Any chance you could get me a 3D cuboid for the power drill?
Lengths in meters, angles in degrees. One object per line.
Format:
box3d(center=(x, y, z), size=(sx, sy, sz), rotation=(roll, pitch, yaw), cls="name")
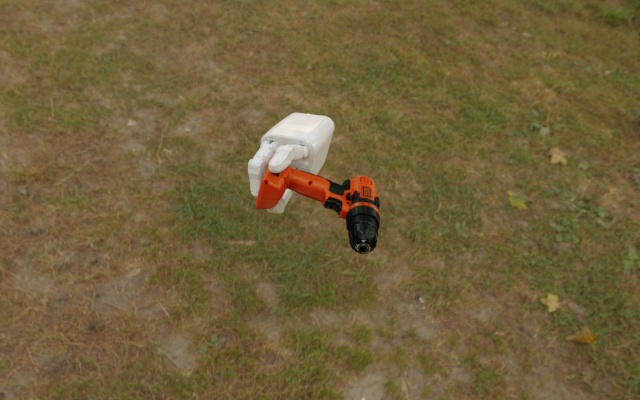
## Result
box3d(center=(0.000, 0.002, 0.730), size=(0.187, 0.057, 0.184), rotation=(17, 28, -5), cls="power drill")
